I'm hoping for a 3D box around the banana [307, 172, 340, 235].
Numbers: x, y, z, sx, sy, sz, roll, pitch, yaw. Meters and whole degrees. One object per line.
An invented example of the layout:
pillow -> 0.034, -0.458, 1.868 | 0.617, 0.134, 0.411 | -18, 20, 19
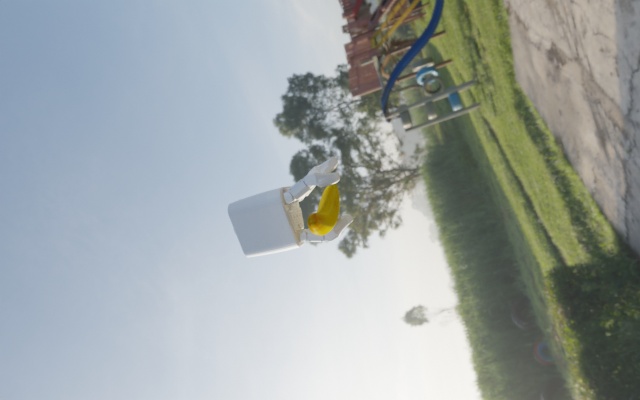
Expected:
banana -> 0.006, 0.018, 0.804 | 0.037, 0.070, 0.197 | -11, 22, 14
